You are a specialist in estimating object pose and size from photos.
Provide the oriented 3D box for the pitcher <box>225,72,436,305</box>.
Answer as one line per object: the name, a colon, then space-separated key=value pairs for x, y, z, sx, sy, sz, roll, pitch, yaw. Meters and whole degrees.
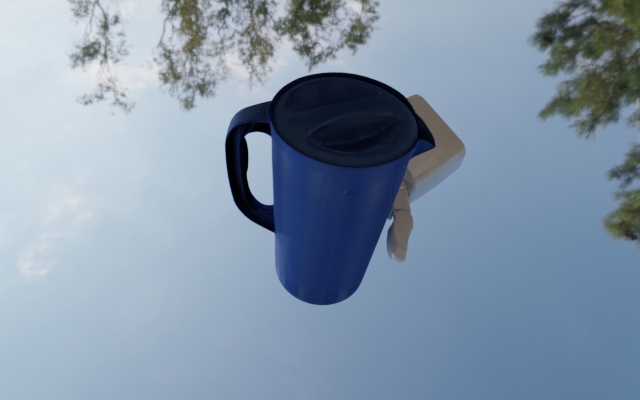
pitcher: x=0.000 y=0.002 z=0.495 sx=0.145 sy=0.243 sz=0.149 roll=-32 pitch=59 yaw=-32
